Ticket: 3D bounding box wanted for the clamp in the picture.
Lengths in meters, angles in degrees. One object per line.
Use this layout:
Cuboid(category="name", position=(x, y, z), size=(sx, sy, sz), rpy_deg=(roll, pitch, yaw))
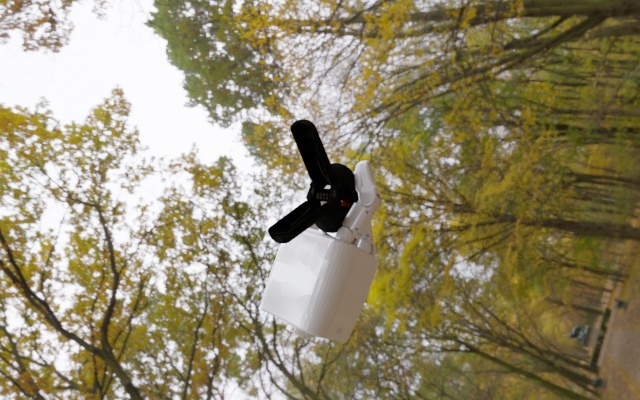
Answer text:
Cuboid(category="clamp", position=(0.000, 0.001, 0.512), size=(0.039, 0.120, 0.171), rpy_deg=(16, -11, 32))
